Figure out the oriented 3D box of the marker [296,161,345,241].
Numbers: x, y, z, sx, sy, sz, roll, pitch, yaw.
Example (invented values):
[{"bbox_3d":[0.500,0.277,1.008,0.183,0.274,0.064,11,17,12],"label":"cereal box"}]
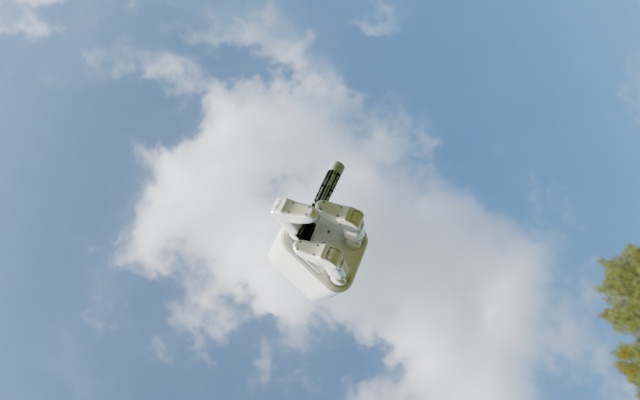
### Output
[{"bbox_3d":[0.000,0.002,0.606,0.020,0.121,0.020,21,-26,11],"label":"marker"}]
